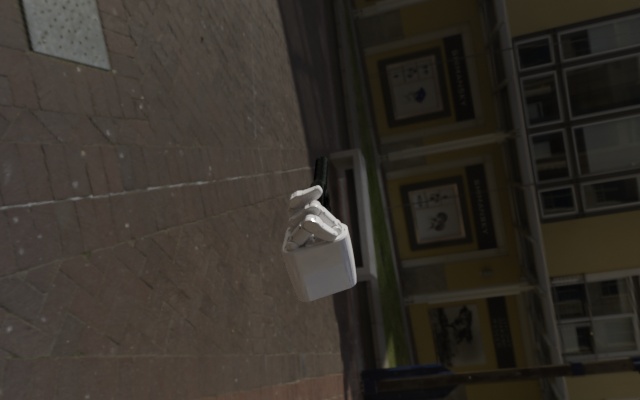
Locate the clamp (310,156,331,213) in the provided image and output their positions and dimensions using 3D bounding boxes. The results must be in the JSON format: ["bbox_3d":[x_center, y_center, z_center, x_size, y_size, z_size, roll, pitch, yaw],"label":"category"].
[{"bbox_3d":[0.001,0.003,0.880,0.039,0.120,0.171,-6,27,11],"label":"clamp"}]
